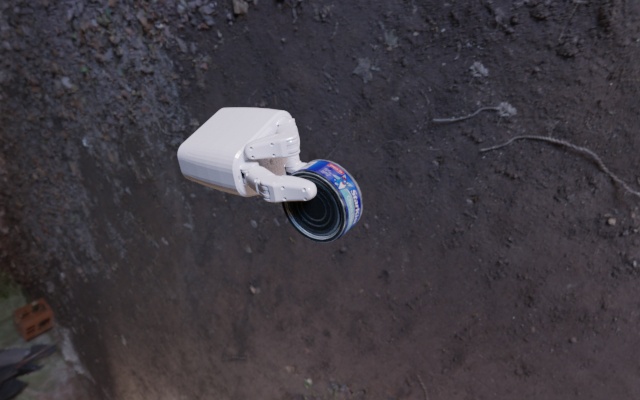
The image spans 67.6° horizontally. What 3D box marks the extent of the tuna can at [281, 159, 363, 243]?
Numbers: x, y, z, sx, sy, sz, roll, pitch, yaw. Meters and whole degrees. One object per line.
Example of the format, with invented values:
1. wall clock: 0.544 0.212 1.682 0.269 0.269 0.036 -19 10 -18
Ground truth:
1. tuna can: 0.000 0.002 0.509 0.086 0.086 0.033 0 24 37
